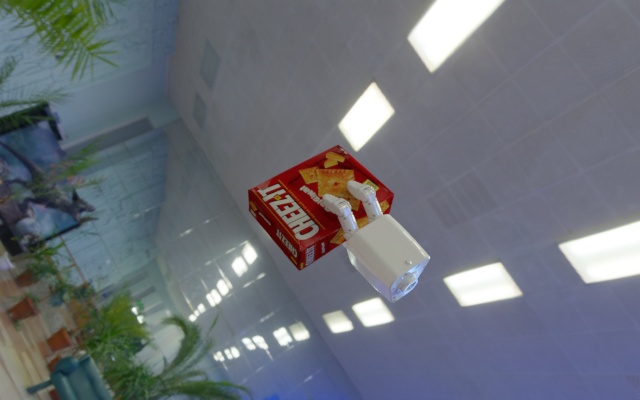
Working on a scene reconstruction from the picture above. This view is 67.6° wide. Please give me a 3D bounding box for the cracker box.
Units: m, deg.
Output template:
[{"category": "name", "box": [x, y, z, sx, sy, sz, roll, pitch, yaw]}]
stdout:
[{"category": "cracker box", "box": [0.000, 0.003, 0.873, 0.213, 0.072, 0.164, -29, 58, -25]}]
